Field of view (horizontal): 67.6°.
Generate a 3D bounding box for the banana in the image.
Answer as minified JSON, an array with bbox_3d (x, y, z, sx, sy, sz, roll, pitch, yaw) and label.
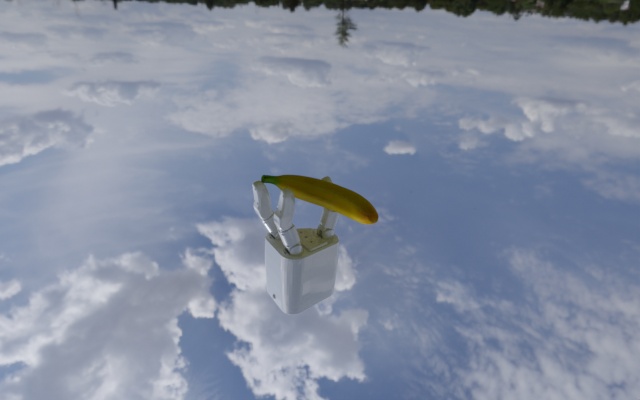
[{"bbox_3d":[0.008,-0.003,0.689,0.198,0.037,0.069,18,23,31],"label":"banana"}]
